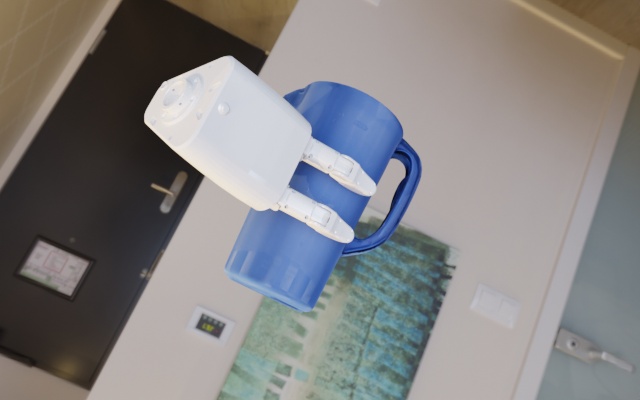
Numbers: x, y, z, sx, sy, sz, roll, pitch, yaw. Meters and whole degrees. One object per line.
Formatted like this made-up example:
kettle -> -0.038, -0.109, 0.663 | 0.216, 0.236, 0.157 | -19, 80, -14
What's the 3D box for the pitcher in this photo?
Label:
pitcher -> 0.000, 0.002, 0.548 | 0.149, 0.242, 0.145 | 13, -18, 41
